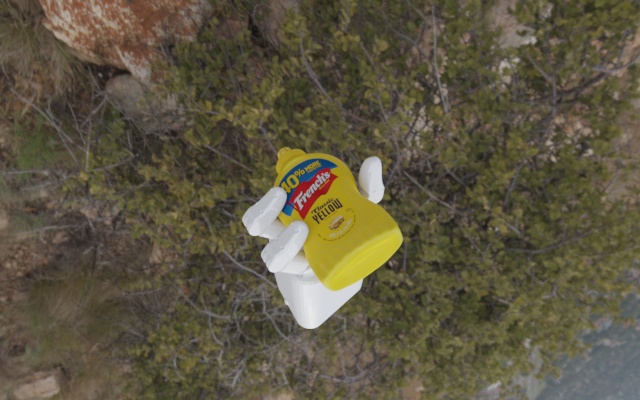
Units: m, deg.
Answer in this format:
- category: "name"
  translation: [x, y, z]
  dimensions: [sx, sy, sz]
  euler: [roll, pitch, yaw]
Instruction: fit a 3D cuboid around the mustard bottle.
- category: "mustard bottle"
  translation: [0.000, 0.002, 0.532]
  dimensions: [0.096, 0.191, 0.058]
  euler: [-37, -38, 0]
